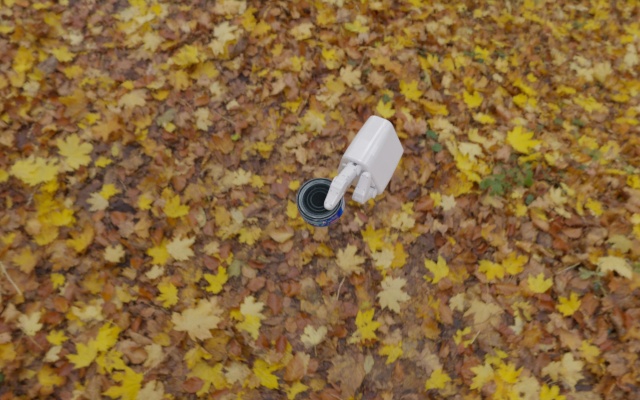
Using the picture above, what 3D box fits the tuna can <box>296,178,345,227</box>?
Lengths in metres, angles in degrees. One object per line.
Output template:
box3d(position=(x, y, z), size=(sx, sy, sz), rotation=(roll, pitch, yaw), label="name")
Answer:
box3d(position=(0.000, 0.003, 0.862), size=(0.086, 0.086, 0.034), rotation=(0, -22, 9), label="tuna can")
